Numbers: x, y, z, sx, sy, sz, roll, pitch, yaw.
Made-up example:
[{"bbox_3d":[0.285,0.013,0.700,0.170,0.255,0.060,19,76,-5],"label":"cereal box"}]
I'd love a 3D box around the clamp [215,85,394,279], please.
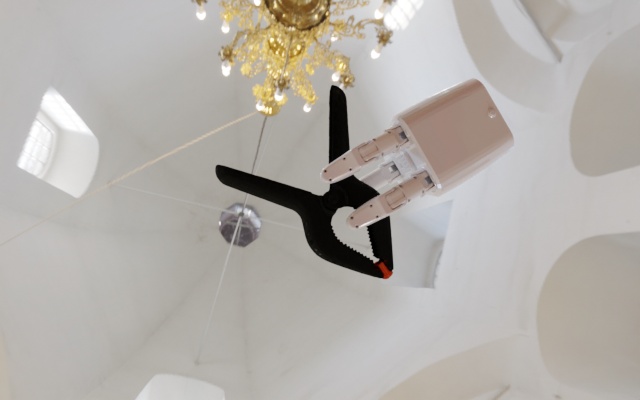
[{"bbox_3d":[0.000,0.002,0.511,0.164,0.210,0.036,-29,-1,-7],"label":"clamp"}]
